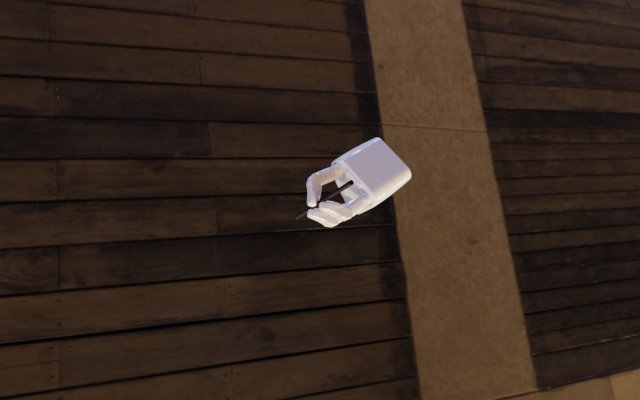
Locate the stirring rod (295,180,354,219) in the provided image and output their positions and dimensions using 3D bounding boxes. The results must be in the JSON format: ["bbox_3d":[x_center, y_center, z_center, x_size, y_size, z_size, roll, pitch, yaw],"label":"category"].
[{"bbox_3d":[0.000,0.003,0.833,0.011,0.011,0.239,0,-15,-24],"label":"stirring rod"}]
